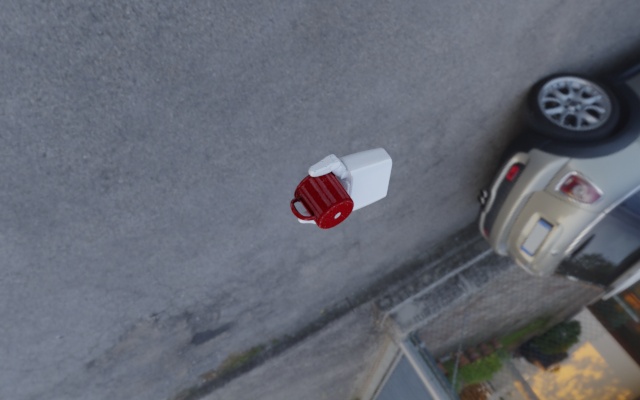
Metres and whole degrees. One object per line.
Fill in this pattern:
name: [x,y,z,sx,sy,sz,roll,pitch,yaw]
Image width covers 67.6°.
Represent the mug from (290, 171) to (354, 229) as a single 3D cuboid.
mug: [-0.001,0.003,0.894,0.117,0.081,0.093,-20,-31,-28]
